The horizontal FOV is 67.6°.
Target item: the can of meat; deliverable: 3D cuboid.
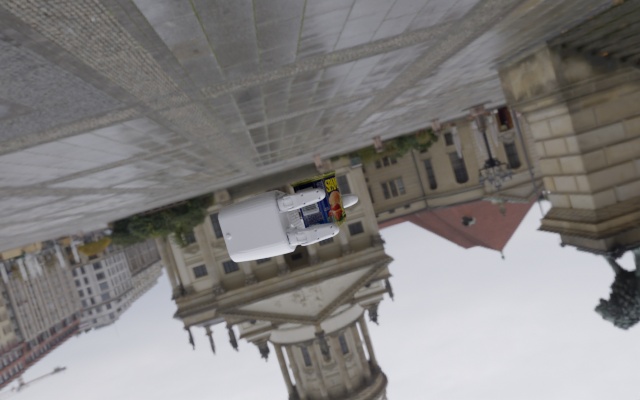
[{"bbox_3d":[0.000,0.003,0.747,0.057,0.084,0.102,-15,3,17],"label":"can of meat"}]
